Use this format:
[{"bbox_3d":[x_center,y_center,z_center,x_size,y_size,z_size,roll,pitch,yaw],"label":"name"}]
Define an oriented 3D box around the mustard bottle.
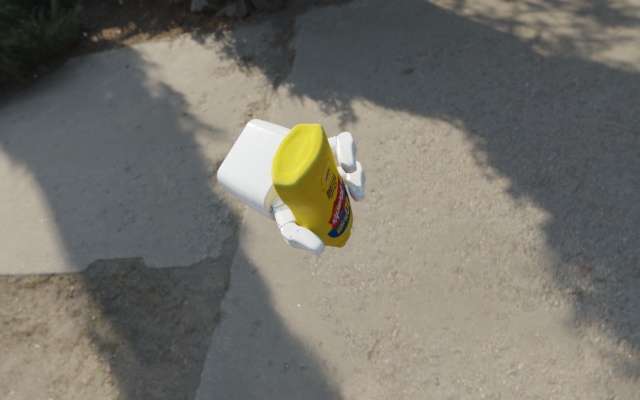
[{"bbox_3d":[0.000,0.002,0.602,0.058,0.096,0.192,3,-36,22],"label":"mustard bottle"}]
